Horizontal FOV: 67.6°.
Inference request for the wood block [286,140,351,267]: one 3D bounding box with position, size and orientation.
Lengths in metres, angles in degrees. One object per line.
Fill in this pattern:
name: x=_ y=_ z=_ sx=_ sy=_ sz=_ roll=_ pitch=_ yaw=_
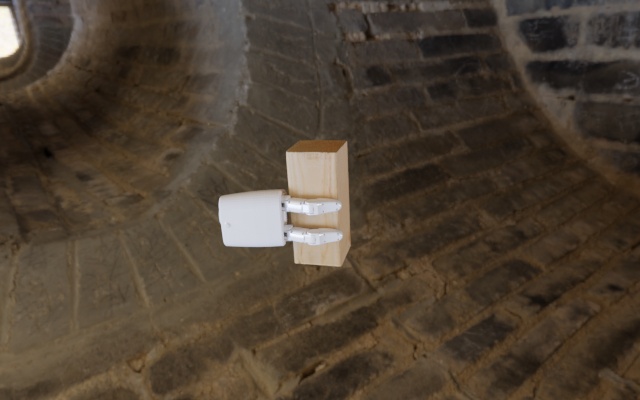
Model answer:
wood block: x=0.000 y=0.003 z=0.853 sx=0.090 sy=0.206 sz=0.090 roll=2 pitch=21 yaw=14
